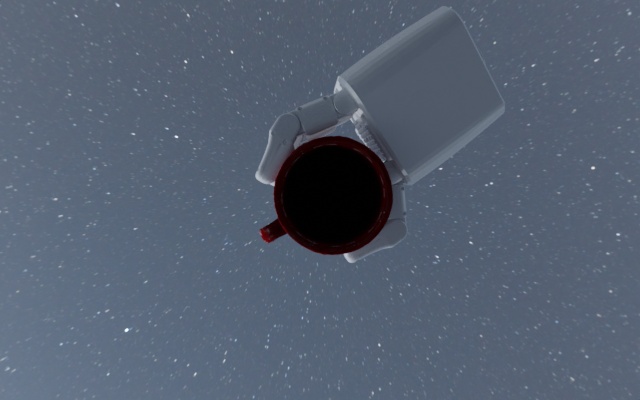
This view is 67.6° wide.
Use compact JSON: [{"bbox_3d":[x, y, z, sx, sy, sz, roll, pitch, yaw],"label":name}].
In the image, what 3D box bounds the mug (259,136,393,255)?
[{"bbox_3d":[-0.001,0.002,0.411,0.117,0.093,0.081,-34,2,2],"label":"mug"}]
